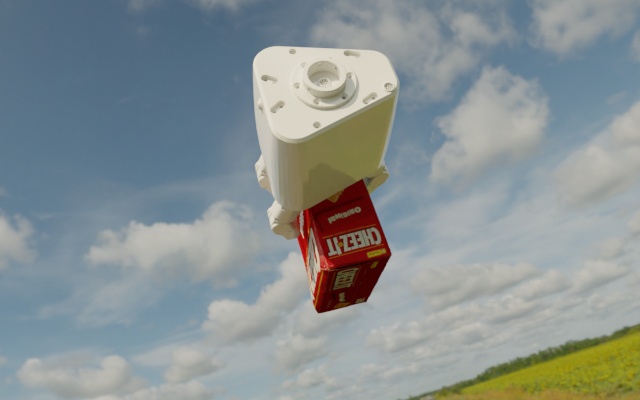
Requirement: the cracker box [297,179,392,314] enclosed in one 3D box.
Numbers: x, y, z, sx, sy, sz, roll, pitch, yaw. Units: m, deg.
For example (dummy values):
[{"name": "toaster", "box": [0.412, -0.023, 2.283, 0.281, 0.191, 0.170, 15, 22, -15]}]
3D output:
[{"name": "cracker box", "box": [0.000, 0.002, 0.542, 0.072, 0.213, 0.164, -13, -26, -10]}]
